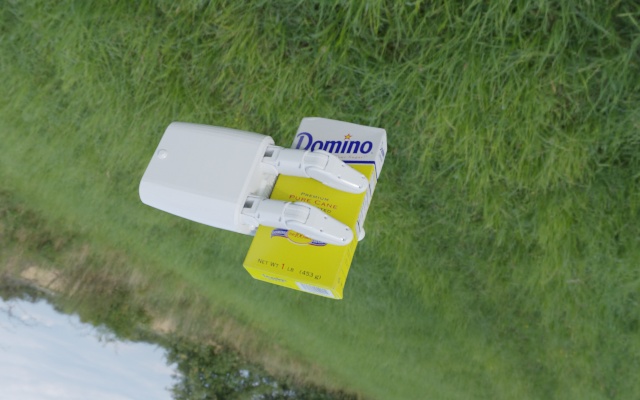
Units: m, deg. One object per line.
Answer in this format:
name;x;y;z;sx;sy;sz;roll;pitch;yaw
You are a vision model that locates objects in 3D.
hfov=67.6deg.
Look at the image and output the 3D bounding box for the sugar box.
sugar box;0.000;0.001;0.476;0.093;0.176;0.048;12;-22;16
